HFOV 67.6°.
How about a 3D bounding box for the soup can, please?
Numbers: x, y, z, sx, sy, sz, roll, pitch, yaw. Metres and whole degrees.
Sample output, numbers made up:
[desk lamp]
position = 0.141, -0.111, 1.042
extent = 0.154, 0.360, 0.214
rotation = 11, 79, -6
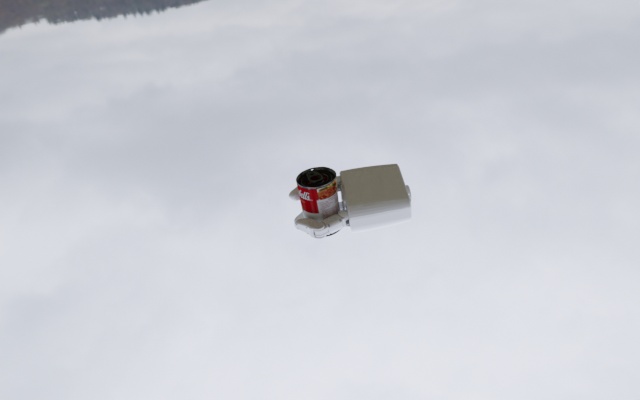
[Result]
[soup can]
position = 0.000, 0.003, 0.814
extent = 0.068, 0.102, 0.068
rotation = -7, 33, 5
